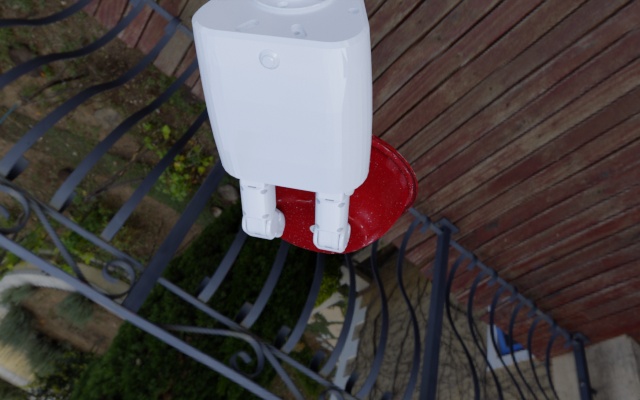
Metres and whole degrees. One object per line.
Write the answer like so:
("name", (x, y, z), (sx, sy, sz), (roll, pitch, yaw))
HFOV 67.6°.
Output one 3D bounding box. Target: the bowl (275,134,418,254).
("bowl", (0.000, 0.002, 0.417), (0.162, 0.055, 0.162), (12, -30, 7))
